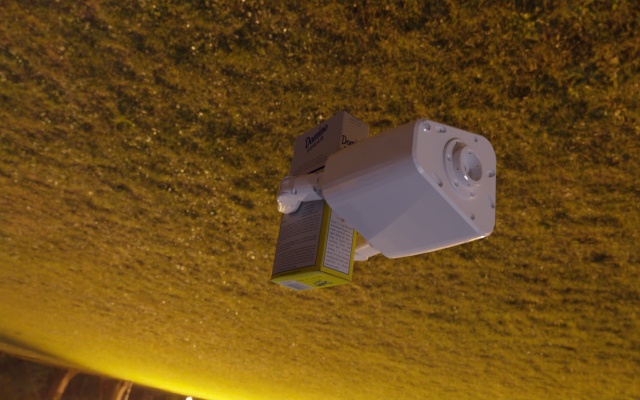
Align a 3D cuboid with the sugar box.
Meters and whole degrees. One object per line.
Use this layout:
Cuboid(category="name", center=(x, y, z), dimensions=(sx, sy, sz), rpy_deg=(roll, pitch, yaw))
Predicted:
Cuboid(category="sugar box", center=(0.001, 0.002, 0.505), dimensions=(0.048, 0.176, 0.093), rpy_deg=(26, -28, -30))
